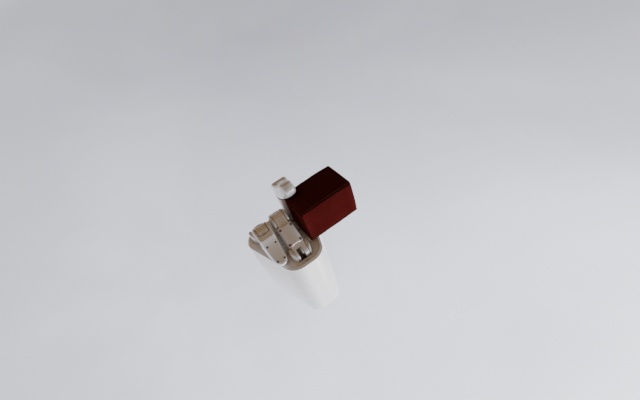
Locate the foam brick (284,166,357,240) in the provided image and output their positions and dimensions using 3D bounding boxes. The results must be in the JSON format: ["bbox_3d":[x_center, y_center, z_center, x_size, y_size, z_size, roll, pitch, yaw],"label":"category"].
[{"bbox_3d":[0.000,0.002,0.633,0.078,0.051,0.053,-34,44,-12],"label":"foam brick"}]
